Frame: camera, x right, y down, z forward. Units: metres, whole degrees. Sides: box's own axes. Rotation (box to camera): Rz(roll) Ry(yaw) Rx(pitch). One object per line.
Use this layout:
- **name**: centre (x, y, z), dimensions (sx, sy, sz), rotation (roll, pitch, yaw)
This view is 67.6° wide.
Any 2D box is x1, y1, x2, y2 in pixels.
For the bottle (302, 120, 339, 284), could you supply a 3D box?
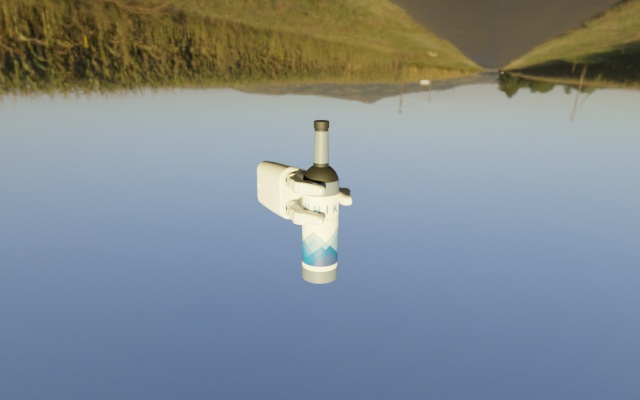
- **bottle**: centre (0.000, 0.003, 0.870), dimensions (0.069, 0.296, 0.069), rotation (1, 16, 0)
